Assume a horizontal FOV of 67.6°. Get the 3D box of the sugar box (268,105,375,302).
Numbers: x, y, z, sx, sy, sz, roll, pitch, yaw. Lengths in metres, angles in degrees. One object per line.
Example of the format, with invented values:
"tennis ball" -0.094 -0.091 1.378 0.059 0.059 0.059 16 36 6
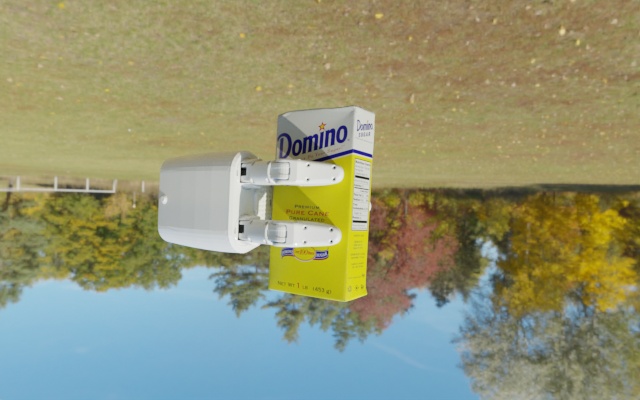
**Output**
"sugar box" 0.000 0.002 0.460 0.093 0.176 0.048 1 0 34
